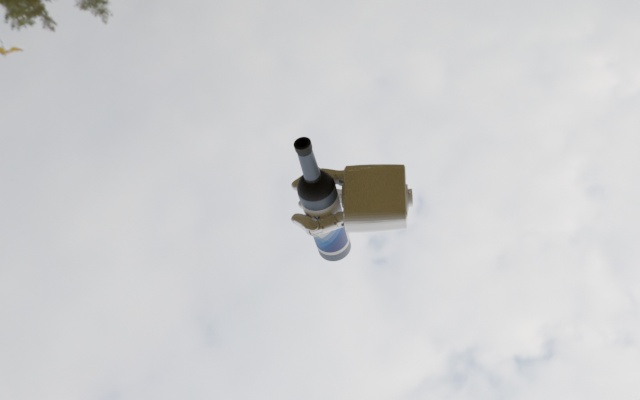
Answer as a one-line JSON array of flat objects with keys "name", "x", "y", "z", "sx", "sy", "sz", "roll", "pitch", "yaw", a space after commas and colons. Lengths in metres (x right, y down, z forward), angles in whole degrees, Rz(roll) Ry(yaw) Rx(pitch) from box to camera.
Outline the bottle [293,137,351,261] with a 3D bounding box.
[{"name": "bottle", "x": 0.000, "y": 0.003, "z": 0.836, "sx": 0.069, "sy": 0.069, "sz": 0.296, "roll": 0, "pitch": -38, "yaw": 14}]
